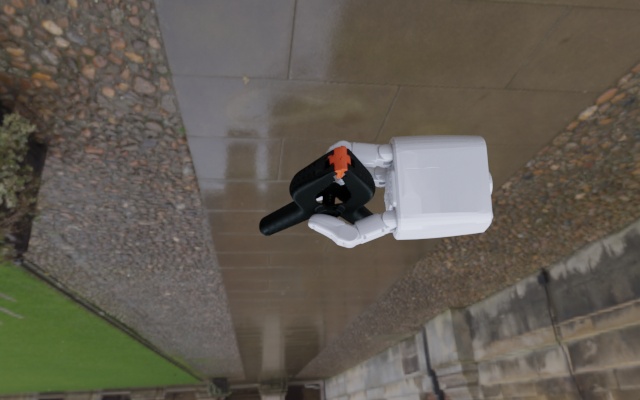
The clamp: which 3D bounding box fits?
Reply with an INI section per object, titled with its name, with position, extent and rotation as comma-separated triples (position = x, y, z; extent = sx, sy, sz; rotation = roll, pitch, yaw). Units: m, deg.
[clamp]
position = 0.000, 0.002, 0.557
extent = 0.164, 0.036, 0.210
rotation = -3, -24, 0
